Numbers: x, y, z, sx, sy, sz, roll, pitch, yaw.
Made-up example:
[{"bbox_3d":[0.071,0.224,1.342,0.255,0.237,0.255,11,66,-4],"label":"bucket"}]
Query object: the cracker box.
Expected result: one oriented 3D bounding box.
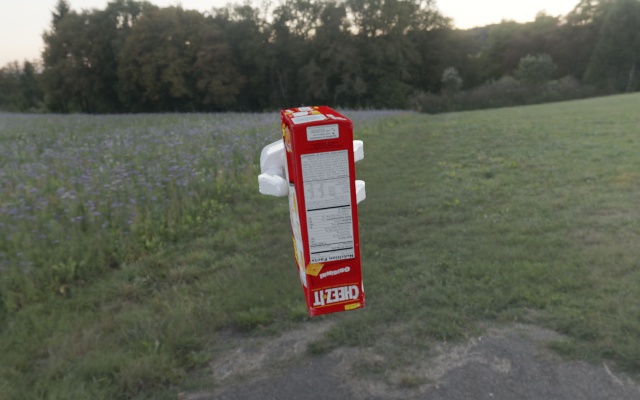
[{"bbox_3d":[0.000,0.002,0.572,0.072,0.214,0.164,-7,16,-7],"label":"cracker box"}]
